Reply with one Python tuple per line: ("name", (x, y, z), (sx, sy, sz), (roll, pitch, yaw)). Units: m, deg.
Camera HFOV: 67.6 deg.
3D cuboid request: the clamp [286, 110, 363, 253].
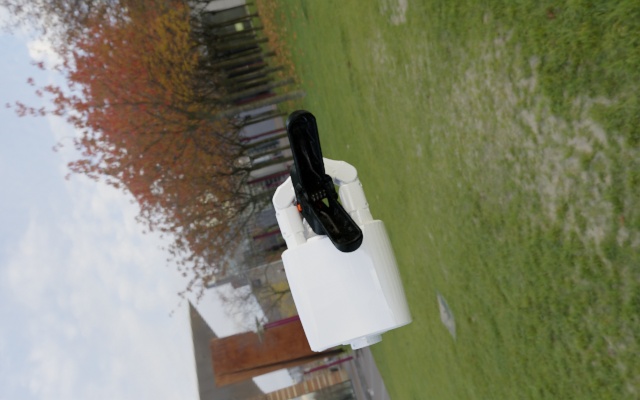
("clamp", (-0.001, 0.002, 0.443), (0.039, 0.120, 0.171), (-16, -14, -5))
